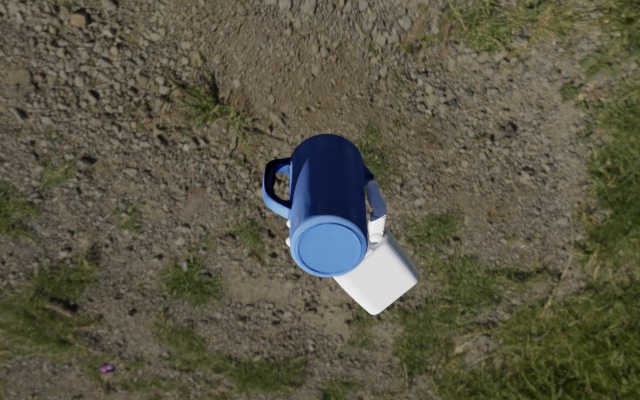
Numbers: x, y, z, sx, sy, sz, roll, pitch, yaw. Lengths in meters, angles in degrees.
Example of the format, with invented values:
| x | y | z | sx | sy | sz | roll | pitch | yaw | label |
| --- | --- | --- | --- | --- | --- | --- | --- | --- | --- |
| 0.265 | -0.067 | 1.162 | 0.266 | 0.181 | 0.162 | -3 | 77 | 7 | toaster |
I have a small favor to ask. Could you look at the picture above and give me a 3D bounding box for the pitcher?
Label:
| x | y | z | sx | sy | sz | roll | pitch | yaw | label |
| --- | --- | --- | --- | --- | --- | --- | --- | --- | --- |
| 0.000 | 0.003 | 0.747 | 0.149 | 0.145 | 0.242 | -30 | 27 | 17 | pitcher |
